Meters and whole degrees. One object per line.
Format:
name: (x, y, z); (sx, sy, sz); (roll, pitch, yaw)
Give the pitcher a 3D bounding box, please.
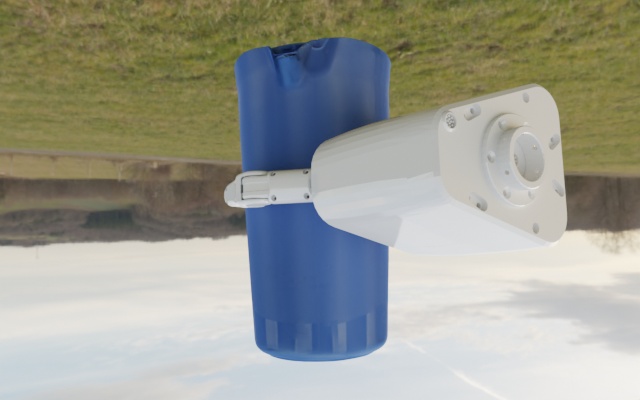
pitcher: (0.000, 0.001, 0.410); (0.149, 0.243, 0.145); (2, -7, -33)
